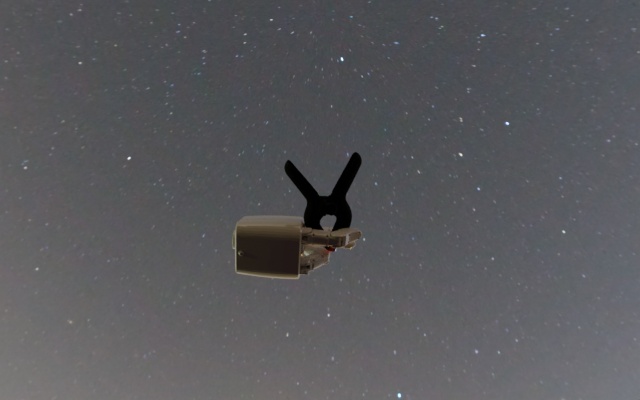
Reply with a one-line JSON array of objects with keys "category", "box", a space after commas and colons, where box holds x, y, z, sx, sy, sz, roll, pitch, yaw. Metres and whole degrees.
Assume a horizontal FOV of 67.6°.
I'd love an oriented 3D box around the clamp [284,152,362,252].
[{"category": "clamp", "box": [0.000, 0.002, 0.772, 0.120, 0.171, 0.039, 3, 21, -1]}]
